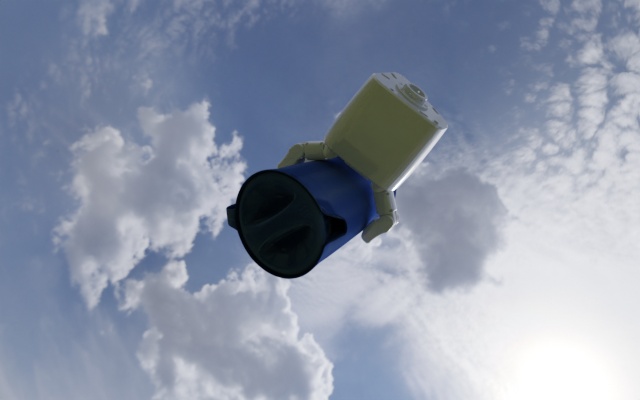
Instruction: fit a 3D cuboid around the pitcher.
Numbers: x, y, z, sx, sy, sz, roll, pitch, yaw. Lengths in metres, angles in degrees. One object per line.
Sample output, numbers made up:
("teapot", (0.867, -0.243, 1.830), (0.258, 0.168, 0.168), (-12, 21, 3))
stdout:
("pitcher", (0.000, 0.002, 0.658), (0.243, 0.149, 0.145), (-23, -24, -55))
